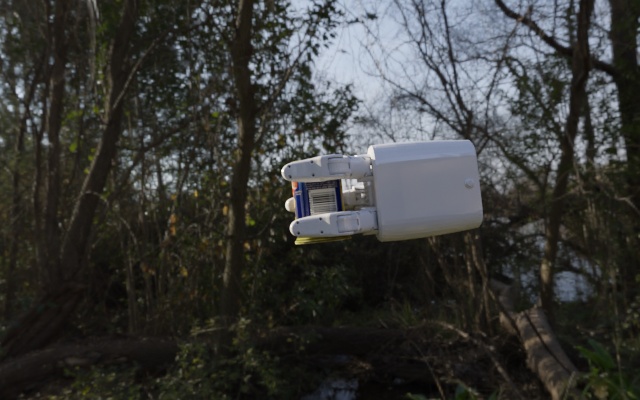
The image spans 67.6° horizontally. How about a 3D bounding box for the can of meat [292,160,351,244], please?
[{"bbox_3d":[0.000,0.001,0.517,0.057,0.084,0.102,-6,-2,2],"label":"can of meat"}]
